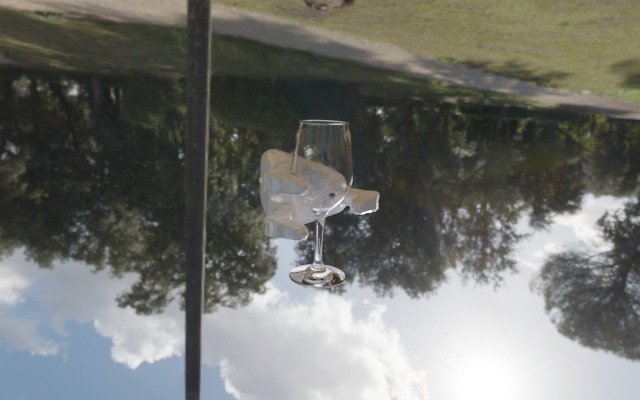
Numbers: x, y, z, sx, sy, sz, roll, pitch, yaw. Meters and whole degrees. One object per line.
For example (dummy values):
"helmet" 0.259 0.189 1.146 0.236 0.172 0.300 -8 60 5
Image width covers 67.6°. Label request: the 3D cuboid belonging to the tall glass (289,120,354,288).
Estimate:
"tall glass" 0.000 0.003 0.597 0.079 0.201 0.079 2 14 -1
